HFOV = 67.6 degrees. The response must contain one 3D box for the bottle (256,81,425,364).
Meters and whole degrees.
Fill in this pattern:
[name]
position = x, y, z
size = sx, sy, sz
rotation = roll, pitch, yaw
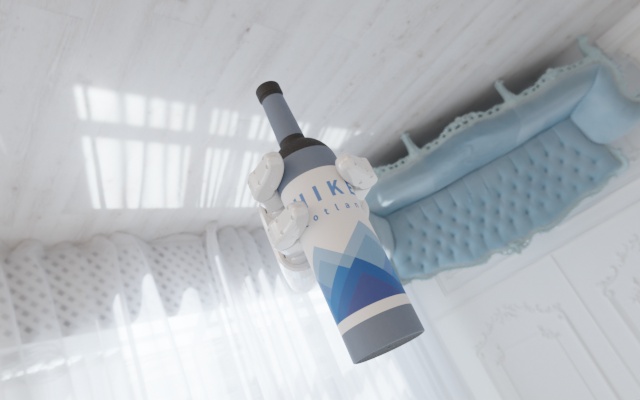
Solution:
[bottle]
position = 0.000, 0.002, 0.457
size = 0.069, 0.295, 0.069
rotation = -21, -24, -10
